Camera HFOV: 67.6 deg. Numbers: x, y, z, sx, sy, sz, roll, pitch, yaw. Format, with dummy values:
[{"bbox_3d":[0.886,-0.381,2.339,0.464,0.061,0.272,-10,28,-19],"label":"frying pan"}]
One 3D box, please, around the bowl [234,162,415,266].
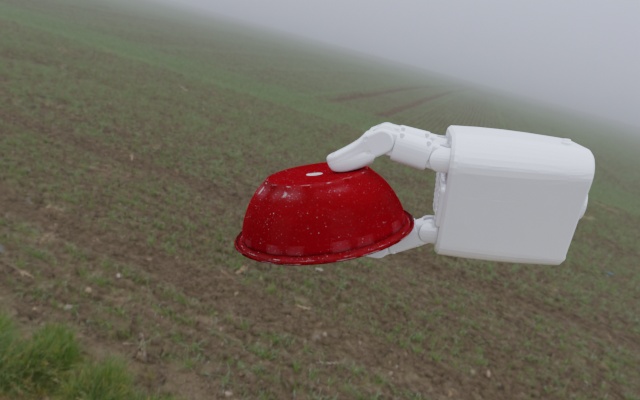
[{"bbox_3d":[-0.001,0.001,0.424,0.162,0.055,0.162,-7,15,2],"label":"bowl"}]
